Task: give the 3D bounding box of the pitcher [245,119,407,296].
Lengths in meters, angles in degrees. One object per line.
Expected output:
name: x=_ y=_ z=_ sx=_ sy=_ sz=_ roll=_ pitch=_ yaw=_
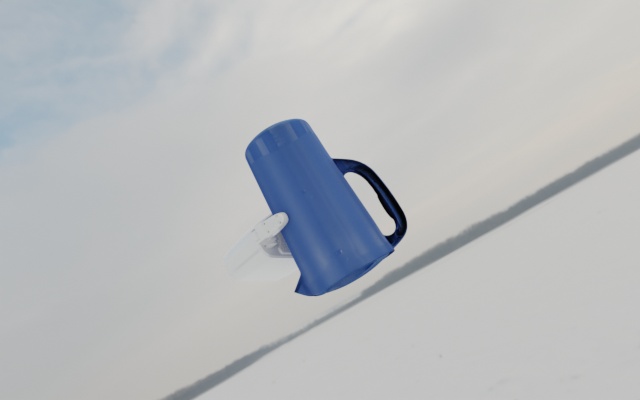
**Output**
pitcher: x=0.000 y=0.002 z=0.688 sx=0.149 sy=0.242 sz=0.145 roll=-16 pitch=-18 yaw=-47
